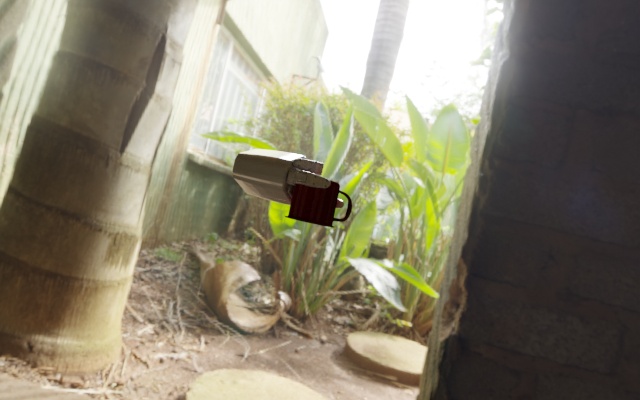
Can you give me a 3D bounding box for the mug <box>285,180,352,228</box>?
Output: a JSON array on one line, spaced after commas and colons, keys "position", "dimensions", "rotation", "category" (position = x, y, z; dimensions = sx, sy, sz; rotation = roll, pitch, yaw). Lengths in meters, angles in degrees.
[{"position": [0.002, 0.003, 0.867], "dimensions": [0.117, 0.081, 0.093], "rotation": [12, -2, 14], "category": "mug"}]
